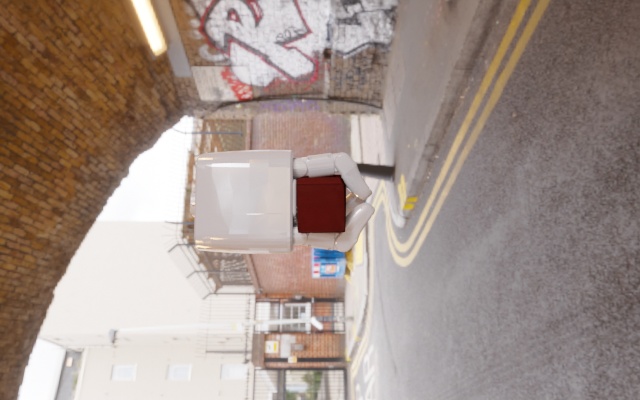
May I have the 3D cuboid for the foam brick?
[{"bbox_3d":[0.000,0.002,0.523,0.051,0.053,0.078,0,10,-1],"label":"foam brick"}]
